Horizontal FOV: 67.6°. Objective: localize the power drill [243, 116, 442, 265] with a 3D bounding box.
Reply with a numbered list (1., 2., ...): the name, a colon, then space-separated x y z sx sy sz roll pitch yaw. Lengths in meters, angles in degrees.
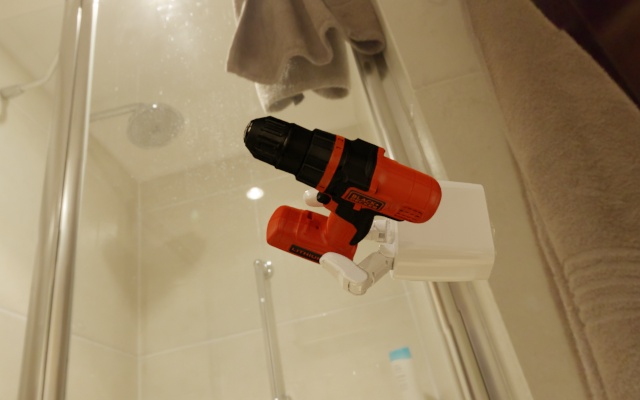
1. power drill: 0.000 0.002 0.481 0.184 0.057 0.188 22 -29 -8
